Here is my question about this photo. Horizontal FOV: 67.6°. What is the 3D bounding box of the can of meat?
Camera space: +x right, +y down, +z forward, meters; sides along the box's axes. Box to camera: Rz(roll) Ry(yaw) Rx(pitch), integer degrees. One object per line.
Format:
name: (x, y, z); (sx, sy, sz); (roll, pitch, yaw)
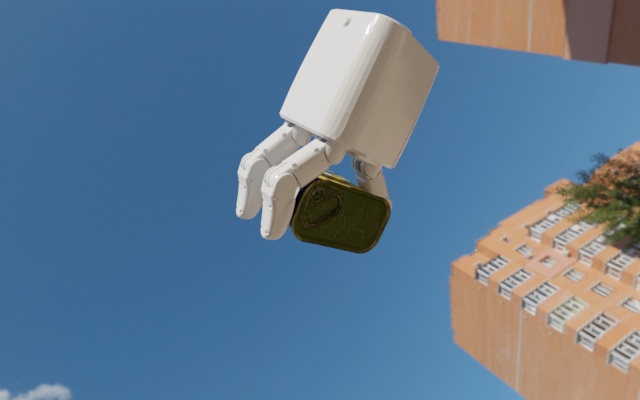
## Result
can of meat: (0.000, 0.001, 0.450); (0.102, 0.057, 0.084); (16, 12, -38)
